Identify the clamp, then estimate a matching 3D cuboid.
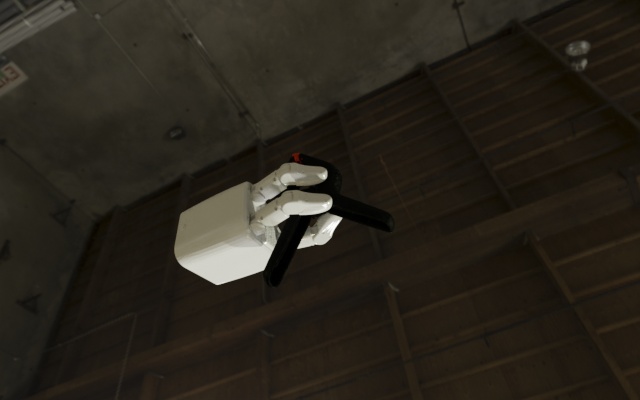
[{"bbox_3d":[0.000,0.002,0.610,0.164,0.036,0.209,-21,40,11],"label":"clamp"}]
